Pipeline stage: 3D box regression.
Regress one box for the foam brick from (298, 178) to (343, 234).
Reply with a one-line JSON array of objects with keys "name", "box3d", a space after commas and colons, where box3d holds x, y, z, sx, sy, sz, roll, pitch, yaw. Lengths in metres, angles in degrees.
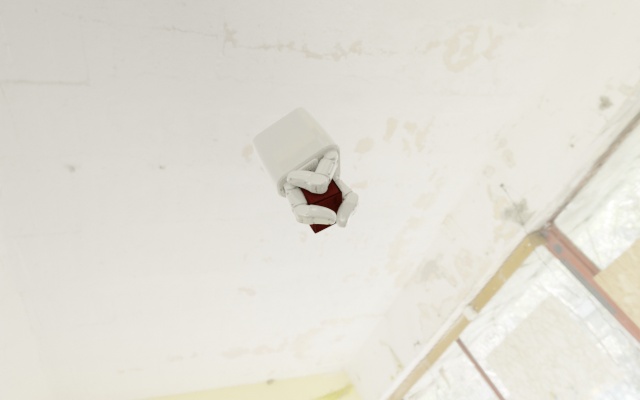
[{"name": "foam brick", "box3d": [0.000, 0.003, 0.738, 0.053, 0.051, 0.078, -25, -34, -15]}]
